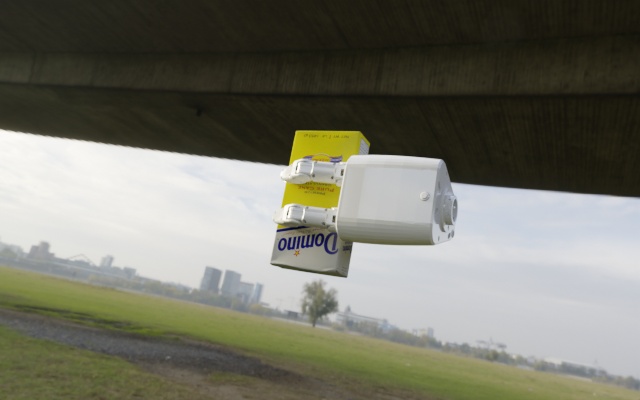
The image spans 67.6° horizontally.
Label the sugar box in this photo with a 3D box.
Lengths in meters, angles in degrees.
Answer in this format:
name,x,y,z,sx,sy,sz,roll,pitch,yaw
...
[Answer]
name,x,y,z,sx,sy,sz,roll,pitch,yaw
sugar box,0.000,0.002,0.596,0.093,0.176,0.048,4,-16,25
